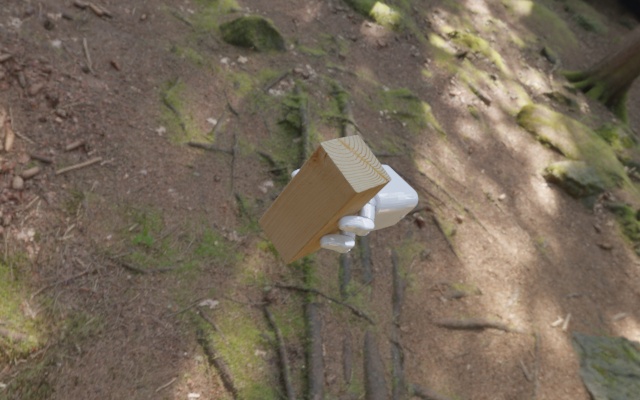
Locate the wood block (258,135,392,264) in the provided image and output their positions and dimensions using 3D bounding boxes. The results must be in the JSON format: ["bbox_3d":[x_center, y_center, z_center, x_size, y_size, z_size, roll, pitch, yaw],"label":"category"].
[{"bbox_3d":[0.000,0.002,0.746,0.090,0.091,0.206,-19,-21,-45],"label":"wood block"}]
